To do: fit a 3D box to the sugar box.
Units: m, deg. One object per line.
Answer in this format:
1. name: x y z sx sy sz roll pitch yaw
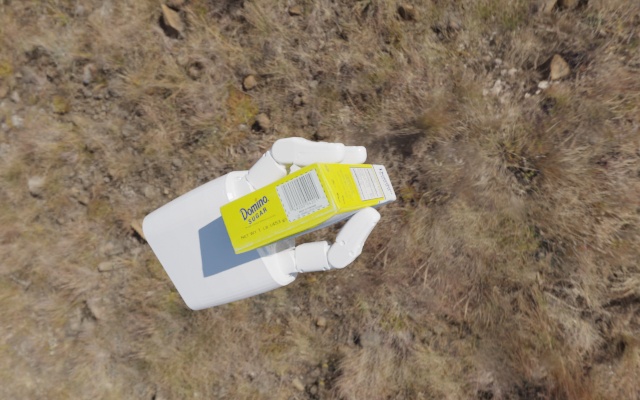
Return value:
1. sugar box: 0.000 0.001 0.427 0.093 0.048 0.176 -22 -3 21
